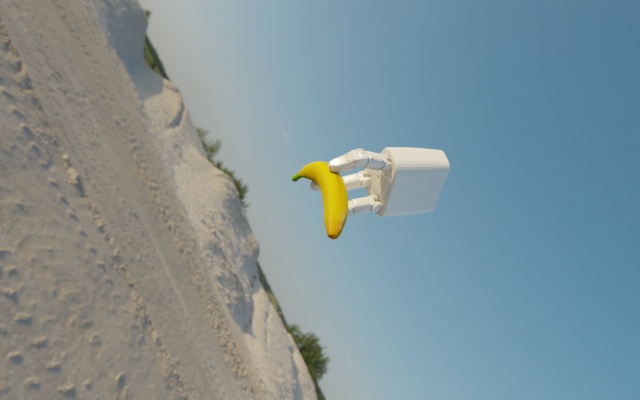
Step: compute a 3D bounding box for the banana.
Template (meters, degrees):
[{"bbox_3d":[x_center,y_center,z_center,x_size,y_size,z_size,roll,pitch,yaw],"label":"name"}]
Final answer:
[{"bbox_3d":[0.009,-0.014,0.739,0.037,0.070,0.197,24,17,-29],"label":"banana"}]
